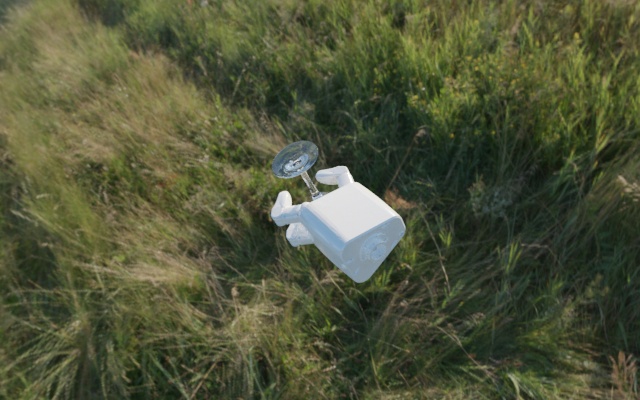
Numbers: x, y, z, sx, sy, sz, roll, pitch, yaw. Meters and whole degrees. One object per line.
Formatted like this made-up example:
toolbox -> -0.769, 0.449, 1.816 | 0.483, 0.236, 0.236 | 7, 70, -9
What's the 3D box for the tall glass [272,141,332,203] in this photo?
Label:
tall glass -> 0.000, 0.002, 0.763 | 0.079, 0.079, 0.201 | 0, -39, 29
